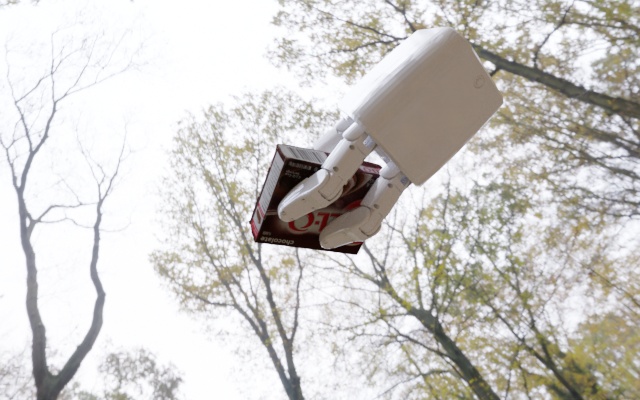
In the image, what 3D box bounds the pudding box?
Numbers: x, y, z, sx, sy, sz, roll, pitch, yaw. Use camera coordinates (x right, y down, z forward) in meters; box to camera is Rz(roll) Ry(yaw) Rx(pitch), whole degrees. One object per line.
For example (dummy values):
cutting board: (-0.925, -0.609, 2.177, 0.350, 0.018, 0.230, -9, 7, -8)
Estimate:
pudding box: (0.000, 0.001, 0.448, 0.113, 0.090, 0.039, 11, 27, -24)
